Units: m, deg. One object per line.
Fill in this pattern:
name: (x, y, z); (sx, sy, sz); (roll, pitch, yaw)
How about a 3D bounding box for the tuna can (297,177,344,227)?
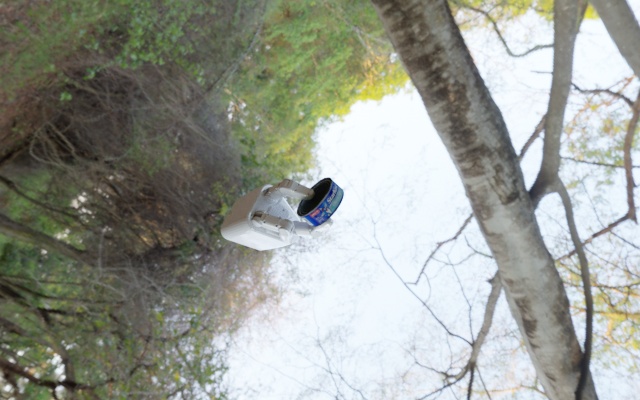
tuna can: (0.001, 0.003, 0.820); (0.034, 0.086, 0.086); (41, -17, -21)
